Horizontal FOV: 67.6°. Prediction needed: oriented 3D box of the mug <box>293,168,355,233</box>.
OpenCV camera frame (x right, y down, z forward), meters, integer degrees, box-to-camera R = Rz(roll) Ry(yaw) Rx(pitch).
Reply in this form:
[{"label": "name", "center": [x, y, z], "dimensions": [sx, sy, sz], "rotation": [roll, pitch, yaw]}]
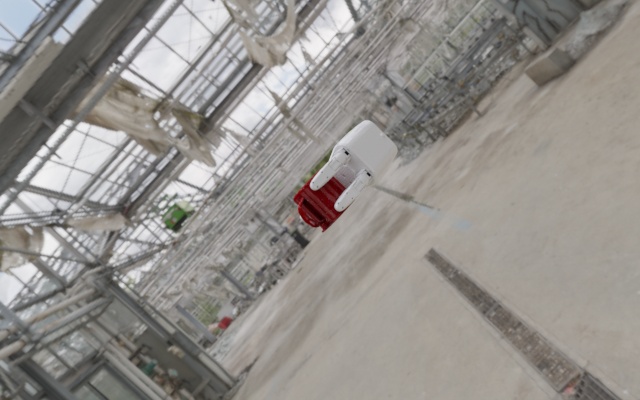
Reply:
[{"label": "mug", "center": [-0.001, 0.003, 0.844], "dimensions": [0.093, 0.081, 0.117], "rotation": [-46, 1, 45]}]
